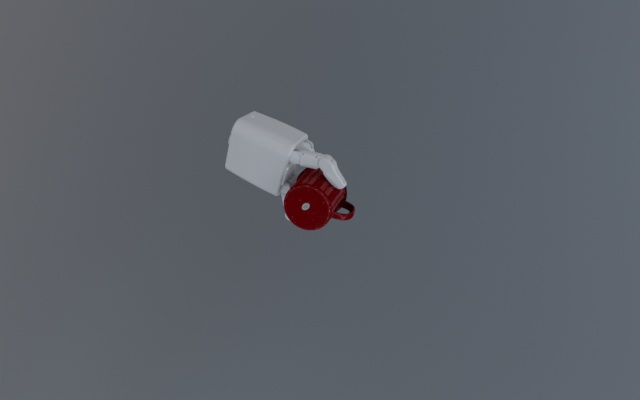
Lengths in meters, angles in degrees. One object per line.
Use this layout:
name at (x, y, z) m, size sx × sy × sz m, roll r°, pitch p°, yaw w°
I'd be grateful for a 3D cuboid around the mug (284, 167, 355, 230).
mug at (0.001, 0.003, 0.786) m, size 0.117 × 0.093 × 0.081 m, roll 25°, pitch 28°, yaw 7°
